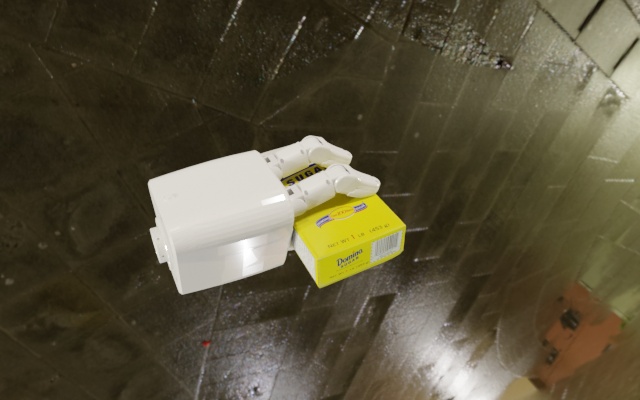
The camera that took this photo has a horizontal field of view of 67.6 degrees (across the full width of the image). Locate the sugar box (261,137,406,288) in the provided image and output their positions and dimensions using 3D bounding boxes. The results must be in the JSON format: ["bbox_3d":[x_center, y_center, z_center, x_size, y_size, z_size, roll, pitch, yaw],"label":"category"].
[{"bbox_3d":[0.000,0.001,0.491,0.093,0.048,0.176,-19,45,-20],"label":"sugar box"}]
